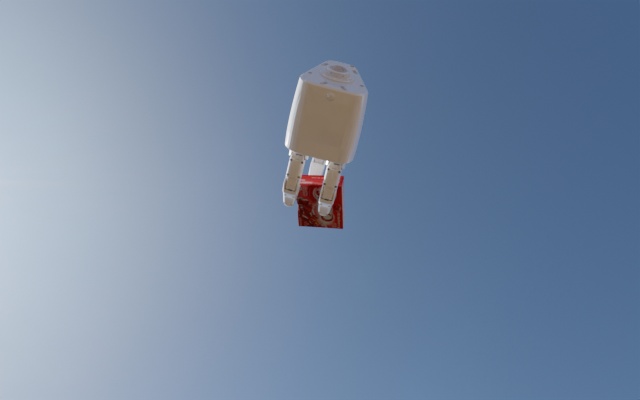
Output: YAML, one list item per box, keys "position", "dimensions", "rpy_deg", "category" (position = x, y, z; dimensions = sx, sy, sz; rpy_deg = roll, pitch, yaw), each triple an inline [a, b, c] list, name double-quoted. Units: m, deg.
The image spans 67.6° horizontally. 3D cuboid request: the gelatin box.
- position: [0.000, 0.002, 0.749]
  dimensions: [0.073, 0.089, 0.030]
  rpy_deg: [3, 39, 8]
  category: "gelatin box"
